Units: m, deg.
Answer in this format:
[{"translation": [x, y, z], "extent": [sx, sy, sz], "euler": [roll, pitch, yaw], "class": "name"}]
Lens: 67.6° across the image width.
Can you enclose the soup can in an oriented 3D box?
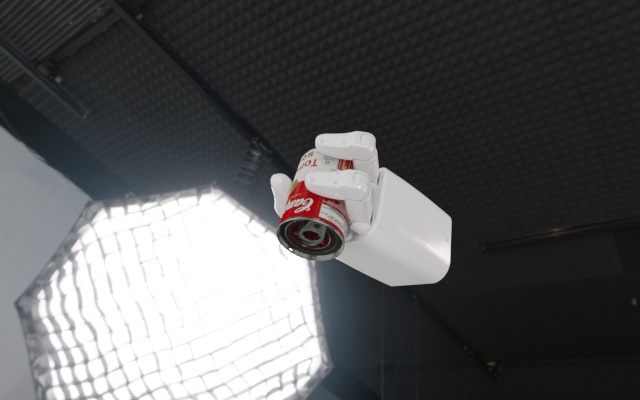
[{"translation": [0.000, 0.001, 0.495], "extent": [0.068, 0.102, 0.069], "euler": [9, -39, 8], "class": "soup can"}]
